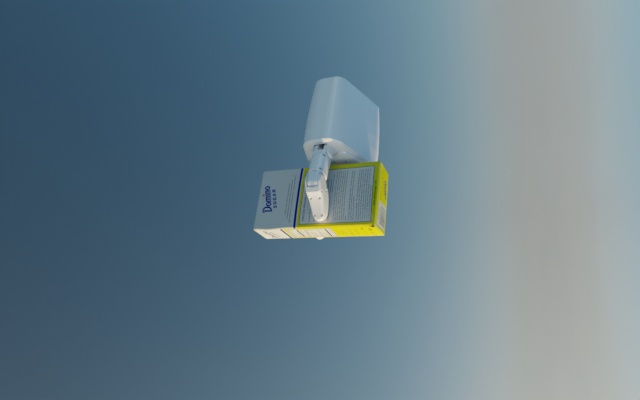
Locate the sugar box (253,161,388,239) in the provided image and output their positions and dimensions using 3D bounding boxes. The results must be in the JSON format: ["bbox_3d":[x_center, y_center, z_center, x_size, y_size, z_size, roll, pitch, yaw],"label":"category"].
[{"bbox_3d":[0.000,0.002,0.652,0.176,0.093,0.048,-4,-25,26],"label":"sugar box"}]
